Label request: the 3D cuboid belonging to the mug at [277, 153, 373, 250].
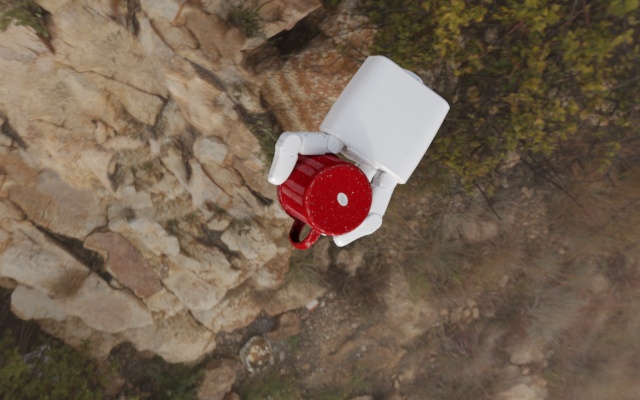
[{"bbox_3d":[-0.001,0.003,0.538,0.093,0.117,0.081,31,0,-25],"label":"mug"}]
